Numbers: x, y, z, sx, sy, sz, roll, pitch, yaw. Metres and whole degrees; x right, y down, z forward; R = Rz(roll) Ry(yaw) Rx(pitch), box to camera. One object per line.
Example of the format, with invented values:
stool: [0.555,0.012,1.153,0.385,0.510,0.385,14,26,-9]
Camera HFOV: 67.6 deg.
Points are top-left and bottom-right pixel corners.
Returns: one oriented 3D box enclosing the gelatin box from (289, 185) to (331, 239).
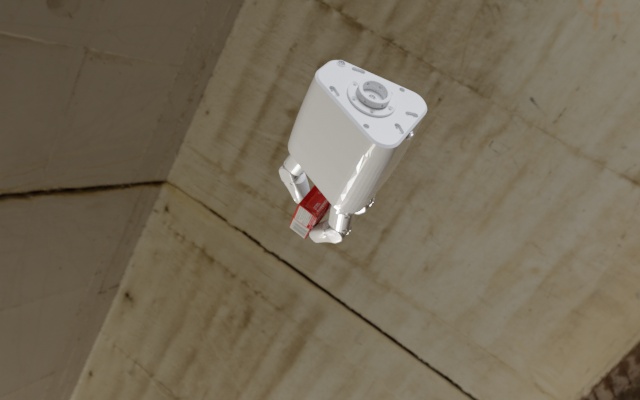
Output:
gelatin box: [0.000,0.002,0.587,0.030,0.073,0.089,39,-24,5]
